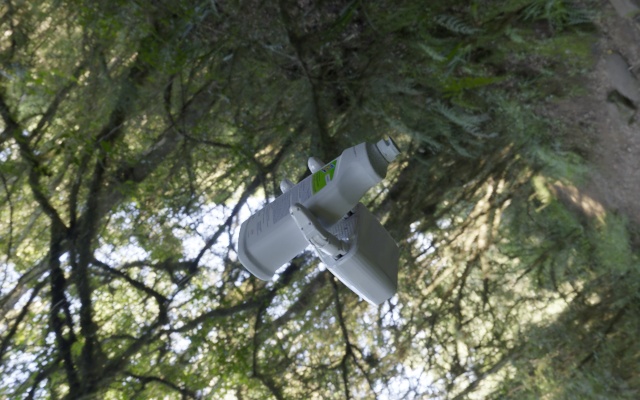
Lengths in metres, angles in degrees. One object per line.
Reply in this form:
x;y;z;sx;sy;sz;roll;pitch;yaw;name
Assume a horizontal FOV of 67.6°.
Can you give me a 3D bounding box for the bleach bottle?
0.000;0.002;0.648;0.251;0.068;0.102;-36;30;17;bleach bottle
